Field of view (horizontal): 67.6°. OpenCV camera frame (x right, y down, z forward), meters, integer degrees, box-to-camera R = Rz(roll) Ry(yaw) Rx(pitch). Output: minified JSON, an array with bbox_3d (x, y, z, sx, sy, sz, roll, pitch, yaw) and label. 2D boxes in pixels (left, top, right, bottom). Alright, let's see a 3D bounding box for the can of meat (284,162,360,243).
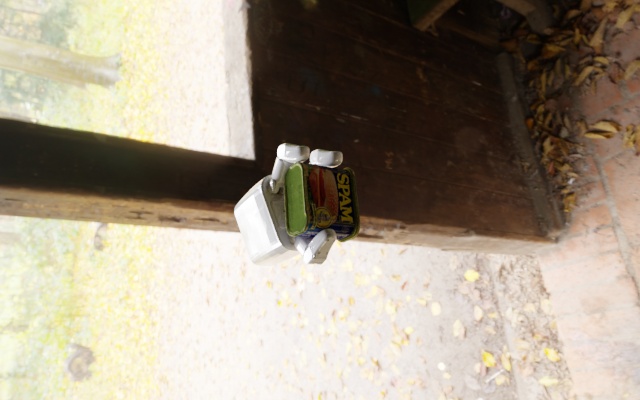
[{"bbox_3d":[0.000,0.002,0.639,0.084,0.102,0.057,7,-21,-33],"label":"can of meat"}]
